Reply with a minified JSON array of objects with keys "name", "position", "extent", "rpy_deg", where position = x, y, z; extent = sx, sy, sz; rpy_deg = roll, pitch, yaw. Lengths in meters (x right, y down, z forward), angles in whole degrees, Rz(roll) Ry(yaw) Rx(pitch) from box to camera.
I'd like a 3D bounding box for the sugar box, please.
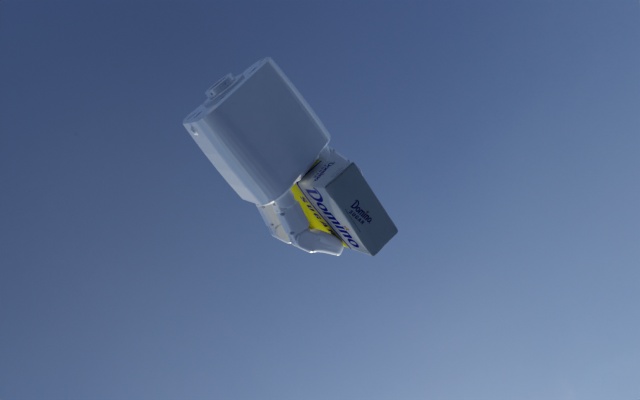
[{"name":"sugar box","position":[0.000,0.002,0.534],"extent":[0.048,0.093,0.176],"rpy_deg":[-42,23,-16]}]
